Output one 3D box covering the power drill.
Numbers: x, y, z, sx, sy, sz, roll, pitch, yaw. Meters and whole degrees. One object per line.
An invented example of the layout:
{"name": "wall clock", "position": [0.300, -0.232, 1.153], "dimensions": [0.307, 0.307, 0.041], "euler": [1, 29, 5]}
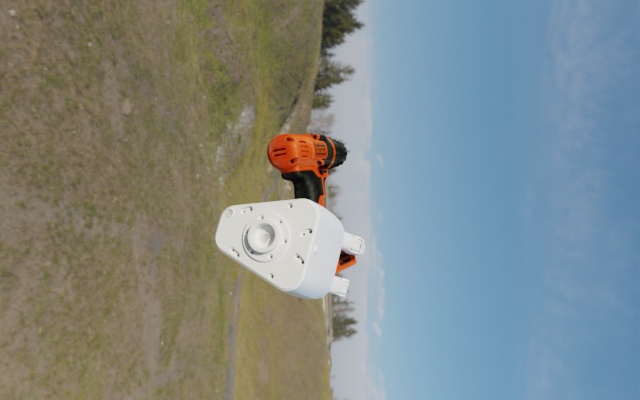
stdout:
{"name": "power drill", "position": [0.000, 0.003, 0.648], "dimensions": [0.057, 0.187, 0.184], "euler": [-11, -1, 27]}
